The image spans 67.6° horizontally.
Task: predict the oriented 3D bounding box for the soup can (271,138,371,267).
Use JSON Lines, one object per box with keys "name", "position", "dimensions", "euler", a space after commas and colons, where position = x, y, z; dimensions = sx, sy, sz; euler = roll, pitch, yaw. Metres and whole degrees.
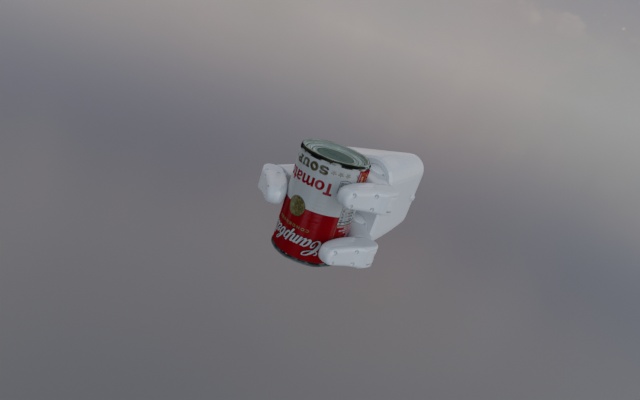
{"name": "soup can", "position": [0.000, 0.001, 0.445], "dimensions": [0.068, 0.102, 0.068], "euler": [16, 20, -6]}
